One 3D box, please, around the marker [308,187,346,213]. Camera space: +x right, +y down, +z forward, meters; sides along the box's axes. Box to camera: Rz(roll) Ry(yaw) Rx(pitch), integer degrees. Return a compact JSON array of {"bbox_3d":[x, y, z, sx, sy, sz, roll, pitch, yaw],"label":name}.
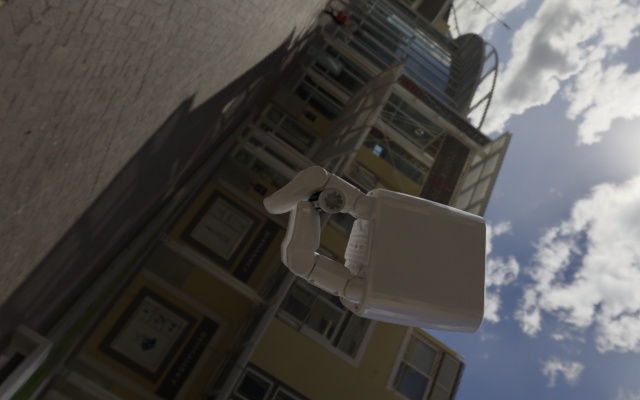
[{"bbox_3d":[0.000,0.001,0.403,0.020,0.020,0.121,0,-2,-9],"label":"marker"}]
